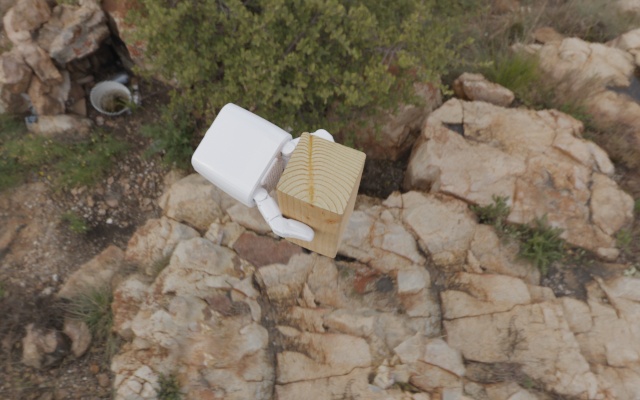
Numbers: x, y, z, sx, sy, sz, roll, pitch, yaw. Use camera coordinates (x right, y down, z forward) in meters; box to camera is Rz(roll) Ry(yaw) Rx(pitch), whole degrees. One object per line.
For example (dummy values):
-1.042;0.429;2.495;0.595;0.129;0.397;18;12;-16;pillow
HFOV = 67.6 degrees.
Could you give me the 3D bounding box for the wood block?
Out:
0.000;0.002;0.686;0.090;0.090;0.206;21;-20;7;wood block
